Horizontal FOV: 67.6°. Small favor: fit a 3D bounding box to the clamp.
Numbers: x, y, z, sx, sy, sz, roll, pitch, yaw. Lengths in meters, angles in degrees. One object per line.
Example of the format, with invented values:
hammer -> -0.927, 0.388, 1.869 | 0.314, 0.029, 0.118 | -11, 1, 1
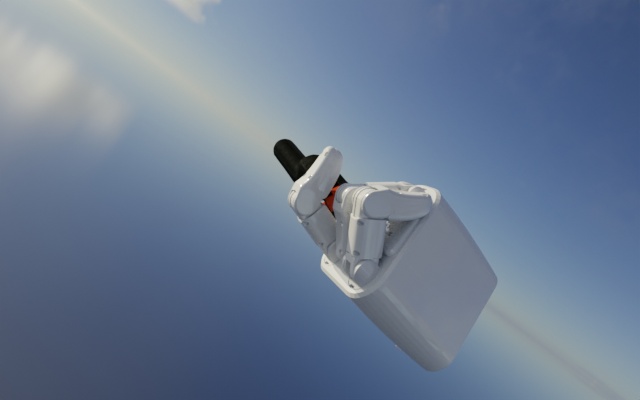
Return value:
clamp -> 0.001, 0.001, 0.475 | 0.039, 0.120, 0.171 | -31, 20, -7
